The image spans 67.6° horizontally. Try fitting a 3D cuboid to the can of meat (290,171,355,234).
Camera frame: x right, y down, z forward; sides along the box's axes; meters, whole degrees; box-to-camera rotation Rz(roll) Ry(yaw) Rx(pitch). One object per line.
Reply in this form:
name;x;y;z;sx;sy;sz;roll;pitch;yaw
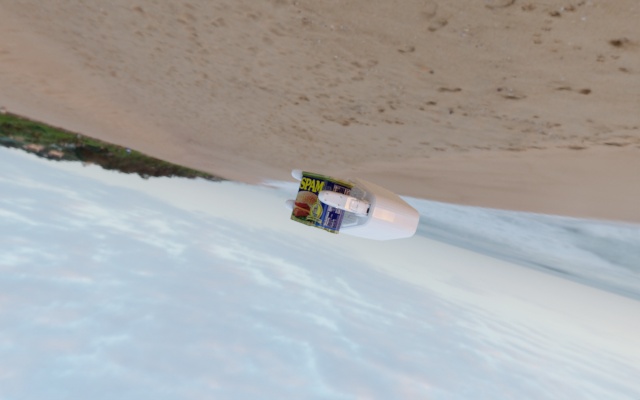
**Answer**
can of meat;0.000;0.003;0.777;0.057;0.084;0.102;16;0;-34
